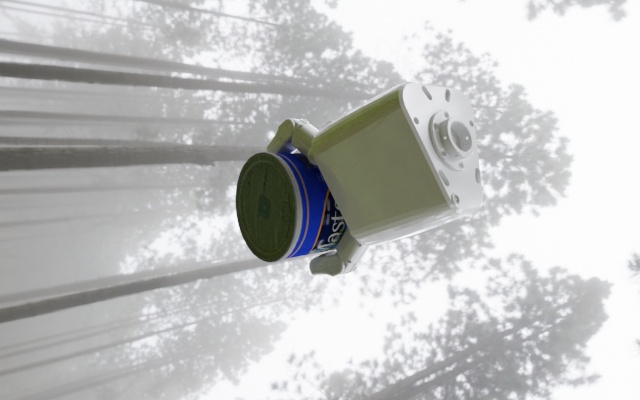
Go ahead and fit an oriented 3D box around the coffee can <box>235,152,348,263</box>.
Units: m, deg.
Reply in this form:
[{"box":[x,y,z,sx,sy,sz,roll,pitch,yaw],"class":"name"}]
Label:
[{"box":[0.000,0.002,0.486,0.140,0.103,0.103,-6,4,-40],"class":"coffee can"}]
